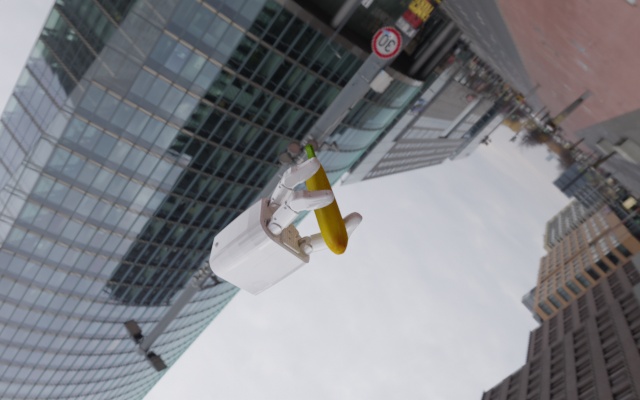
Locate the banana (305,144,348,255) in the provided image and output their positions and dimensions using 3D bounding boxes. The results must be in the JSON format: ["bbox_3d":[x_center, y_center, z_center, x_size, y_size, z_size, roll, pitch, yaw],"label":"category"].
[{"bbox_3d":[0.006,0.009,0.693,0.037,0.197,0.070,-24,-38,7],"label":"banana"}]
